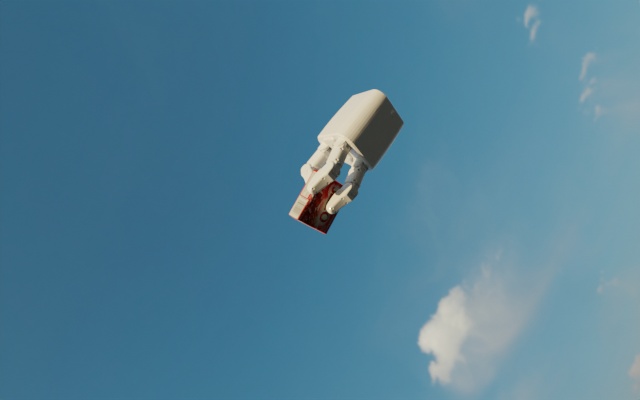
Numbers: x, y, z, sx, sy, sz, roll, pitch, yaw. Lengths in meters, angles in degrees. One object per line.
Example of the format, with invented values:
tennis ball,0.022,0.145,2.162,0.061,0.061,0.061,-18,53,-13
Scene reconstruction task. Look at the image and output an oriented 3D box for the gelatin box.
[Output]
gelatin box,0.000,0.003,0.798,0.073,0.089,0.030,30,-1,-42
